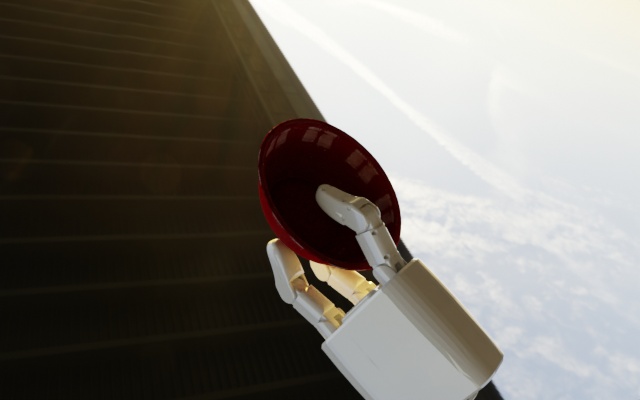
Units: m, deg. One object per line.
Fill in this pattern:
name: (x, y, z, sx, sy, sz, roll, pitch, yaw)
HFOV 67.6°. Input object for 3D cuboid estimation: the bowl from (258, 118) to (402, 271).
bowl: (-0.001, 0.001, 0.462, 0.162, 0.162, 0.055, 0, -28, -39)
